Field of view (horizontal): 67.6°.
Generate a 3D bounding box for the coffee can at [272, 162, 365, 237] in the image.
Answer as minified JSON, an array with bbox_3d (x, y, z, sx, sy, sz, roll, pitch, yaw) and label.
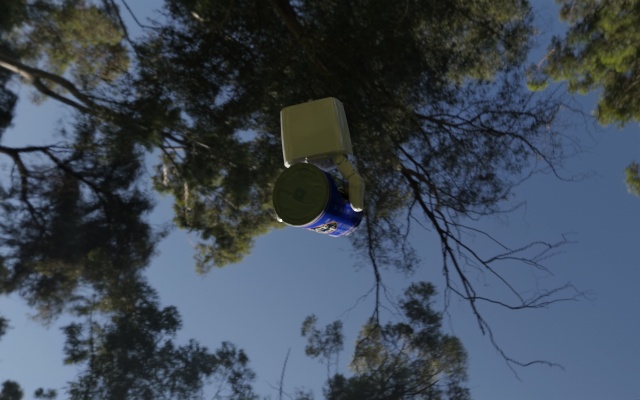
[{"bbox_3d":[0.000,0.003,0.807,0.103,0.103,0.140,0,-11,30],"label":"coffee can"}]
